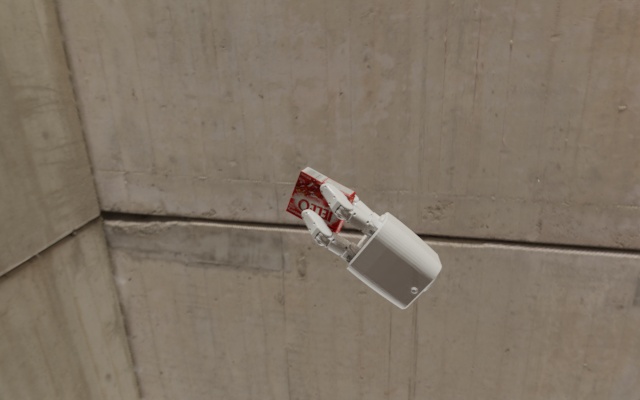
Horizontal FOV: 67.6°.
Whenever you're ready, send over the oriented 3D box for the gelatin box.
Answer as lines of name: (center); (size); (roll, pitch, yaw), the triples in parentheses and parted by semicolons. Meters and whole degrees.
gelatin box: (0.000, 0.002, 0.725); (0.089, 0.073, 0.030); (29, 26, 13)
